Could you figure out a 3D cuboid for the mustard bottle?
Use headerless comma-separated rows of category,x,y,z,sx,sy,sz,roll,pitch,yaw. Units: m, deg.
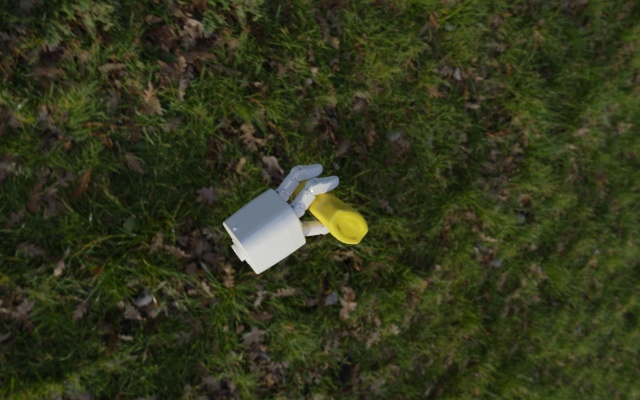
mustard bottle,0.001,0.003,0.868,0.096,0.058,0.191,34,5,-44
